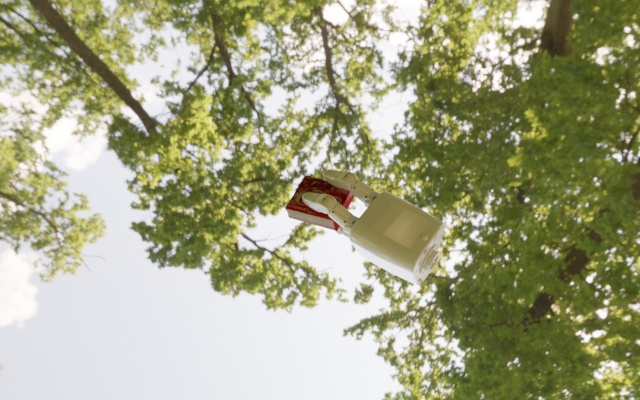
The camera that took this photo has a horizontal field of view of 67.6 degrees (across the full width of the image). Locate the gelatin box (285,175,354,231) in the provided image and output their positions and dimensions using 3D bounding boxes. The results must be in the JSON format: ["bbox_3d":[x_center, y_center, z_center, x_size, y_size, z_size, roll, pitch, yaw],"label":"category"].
[{"bbox_3d":[0.000,0.003,0.757,0.089,0.073,0.030,14,-35,23],"label":"gelatin box"}]
